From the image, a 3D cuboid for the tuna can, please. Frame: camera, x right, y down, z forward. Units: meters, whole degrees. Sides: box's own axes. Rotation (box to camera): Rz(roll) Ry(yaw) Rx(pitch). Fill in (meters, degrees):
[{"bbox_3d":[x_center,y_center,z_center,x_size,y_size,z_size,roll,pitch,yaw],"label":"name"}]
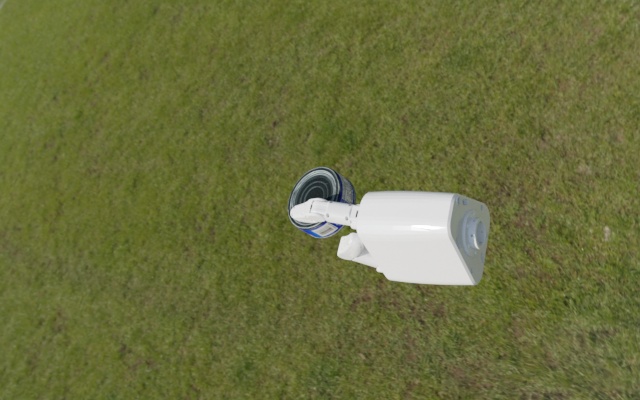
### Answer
[{"bbox_3d":[0.000,0.002,0.598,0.086,0.086,0.034,0,-22,42],"label":"tuna can"}]
